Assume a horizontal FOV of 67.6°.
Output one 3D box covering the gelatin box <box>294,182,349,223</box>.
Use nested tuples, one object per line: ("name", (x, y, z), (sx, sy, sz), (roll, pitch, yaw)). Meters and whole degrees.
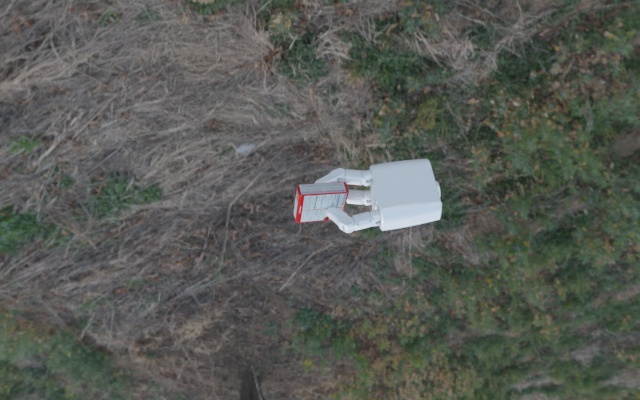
("gelatin box", (0.000, 0.003, 0.846), (0.089, 0.030, 0.073), (-5, -41, -14))
